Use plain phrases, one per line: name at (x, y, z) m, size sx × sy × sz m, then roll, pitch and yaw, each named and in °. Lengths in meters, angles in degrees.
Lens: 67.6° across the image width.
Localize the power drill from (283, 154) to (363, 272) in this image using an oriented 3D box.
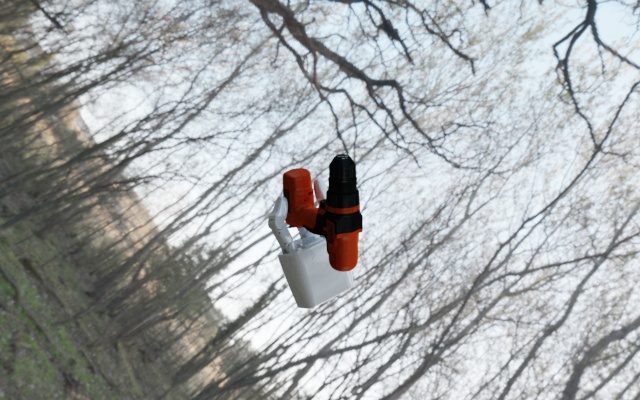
power drill at (0.000, 0.003, 0.776) m, size 0.057 × 0.184 × 0.187 m, roll -9°, pitch 20°, yaw -26°
